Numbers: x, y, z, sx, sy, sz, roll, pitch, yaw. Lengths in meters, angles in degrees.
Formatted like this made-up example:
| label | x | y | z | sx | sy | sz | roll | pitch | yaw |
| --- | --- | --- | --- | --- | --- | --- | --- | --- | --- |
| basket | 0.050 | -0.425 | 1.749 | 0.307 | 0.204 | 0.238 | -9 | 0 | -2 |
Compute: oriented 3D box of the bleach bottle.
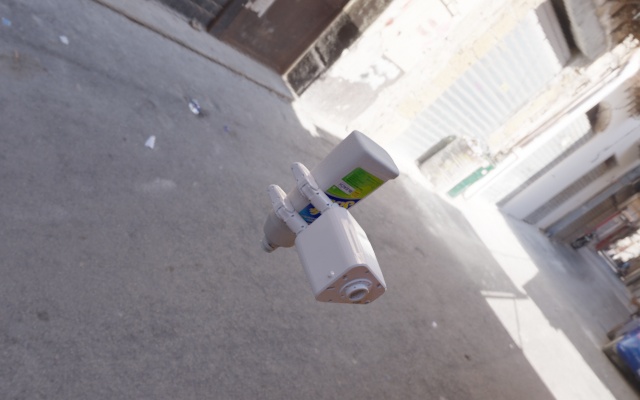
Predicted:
| label | x | y | z | sx | sy | sz | roll | pitch | yaw |
| --- | --- | --- | --- | --- | --- | --- | --- | --- | --- |
| bleach bottle | 0.000 | 0.002 | 0.765 | 0.251 | 0.068 | 0.102 | -42 | -45 | 22 |
